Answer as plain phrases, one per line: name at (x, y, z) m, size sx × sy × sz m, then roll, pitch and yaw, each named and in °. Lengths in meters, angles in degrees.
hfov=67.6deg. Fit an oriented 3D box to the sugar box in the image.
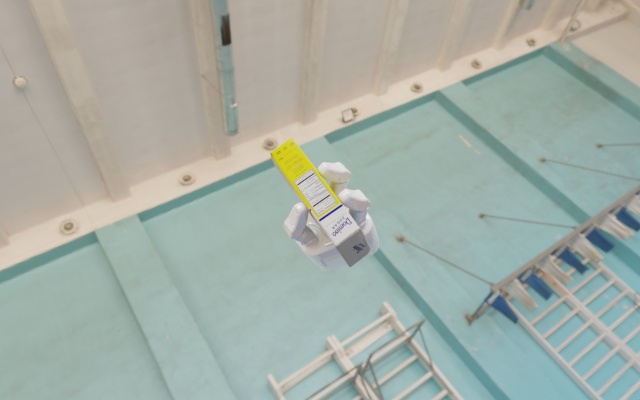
sugar box at (0.001, 0.002, 0.664) m, size 0.048 × 0.176 × 0.093 m, roll -37°, pitch -28°, yaw -3°
